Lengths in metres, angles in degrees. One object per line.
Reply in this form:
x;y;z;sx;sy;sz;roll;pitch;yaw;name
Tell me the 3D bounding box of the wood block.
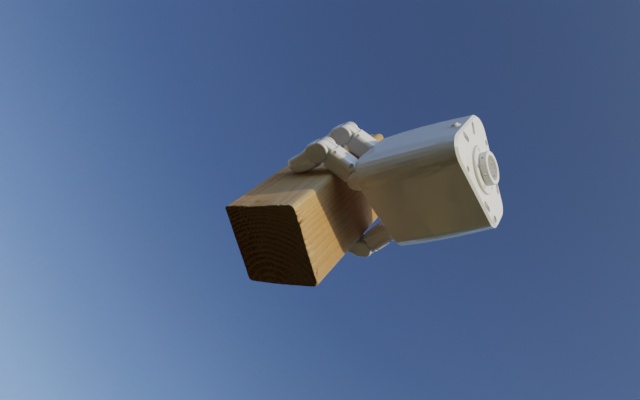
0.001;0.002;0.548;0.090;0.091;0.206;-1;24;33;wood block
